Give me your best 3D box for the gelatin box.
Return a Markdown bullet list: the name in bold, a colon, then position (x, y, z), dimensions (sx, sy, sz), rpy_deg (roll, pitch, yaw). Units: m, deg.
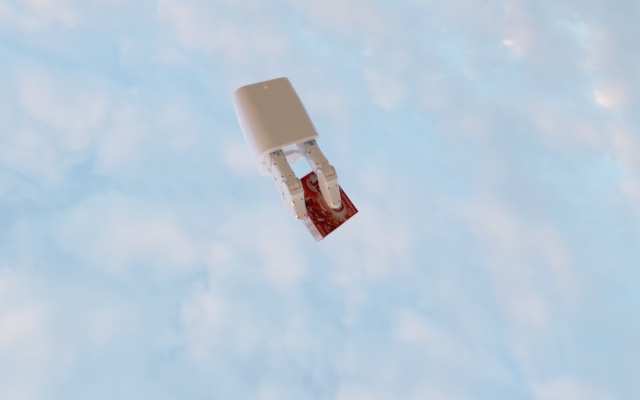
- **gelatin box**: position (0.000, 0.003, 0.686), dimensions (0.073, 0.089, 0.030), rpy_deg (-35, 0, -29)
